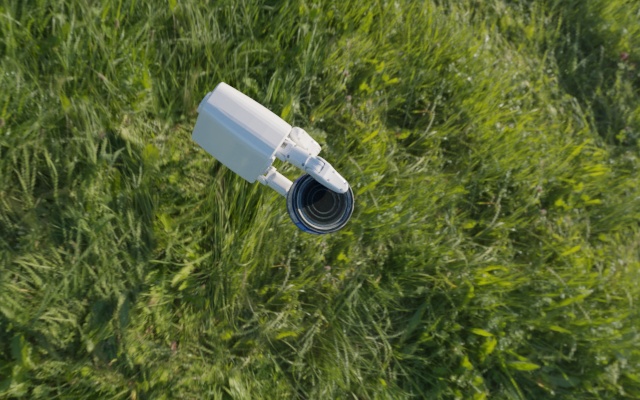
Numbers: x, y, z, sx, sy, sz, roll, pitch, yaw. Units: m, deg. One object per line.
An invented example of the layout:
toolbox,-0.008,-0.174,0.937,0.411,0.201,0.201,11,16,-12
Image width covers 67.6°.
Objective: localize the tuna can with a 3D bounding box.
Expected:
tuna can,0.000,0.002,0.630,0.086,0.086,0.034,0,-5,-18
